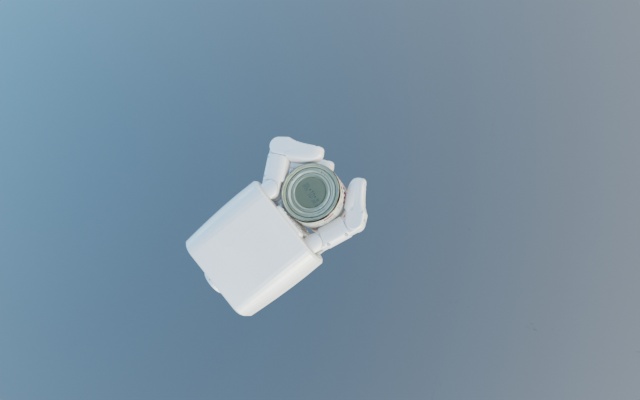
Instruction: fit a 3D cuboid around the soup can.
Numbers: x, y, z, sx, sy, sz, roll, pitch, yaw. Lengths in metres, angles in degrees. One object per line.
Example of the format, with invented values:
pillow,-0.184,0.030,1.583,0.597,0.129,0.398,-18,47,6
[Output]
soup can,0.000,0.002,0.554,0.068,0.068,0.102,0,-13,14
